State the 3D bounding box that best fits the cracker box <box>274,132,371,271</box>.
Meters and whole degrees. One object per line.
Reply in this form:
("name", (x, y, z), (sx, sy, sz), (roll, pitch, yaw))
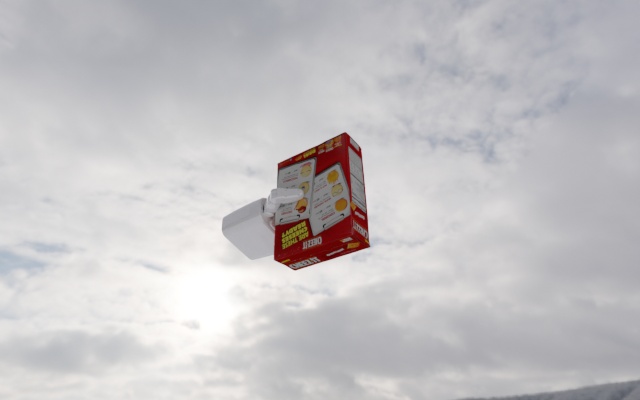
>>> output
("cracker box", (0.000, 0.003, 0.869), (0.164, 0.213, 0.072), (-21, -37, 28))
